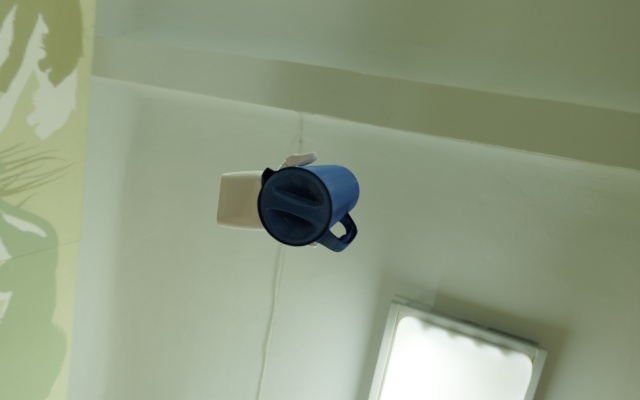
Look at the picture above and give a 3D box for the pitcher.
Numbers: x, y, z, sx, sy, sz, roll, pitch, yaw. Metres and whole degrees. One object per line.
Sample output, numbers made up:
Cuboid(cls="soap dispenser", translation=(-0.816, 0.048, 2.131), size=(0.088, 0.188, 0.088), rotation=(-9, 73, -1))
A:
Cuboid(cls="pitcher", translation=(0.000, 0.003, 0.884), size=(0.145, 0.149, 0.243), rotation=(-1, 8, 20))
